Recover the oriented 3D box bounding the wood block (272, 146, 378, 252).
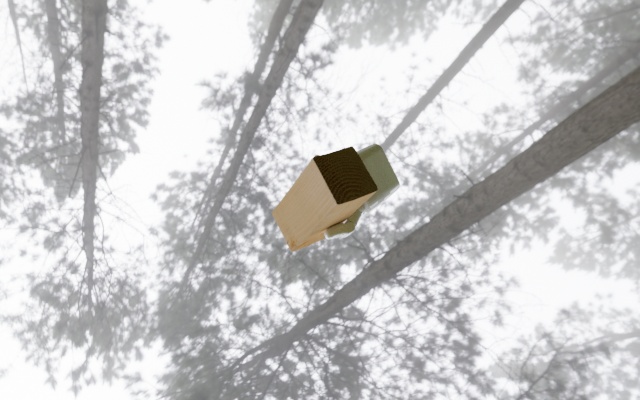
[{"bbox_3d":[0.001,0.003,0.850,0.090,0.090,0.206,-20,-17,-33],"label":"wood block"}]
